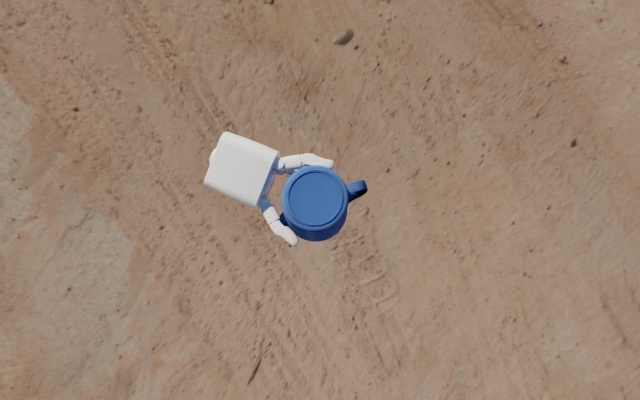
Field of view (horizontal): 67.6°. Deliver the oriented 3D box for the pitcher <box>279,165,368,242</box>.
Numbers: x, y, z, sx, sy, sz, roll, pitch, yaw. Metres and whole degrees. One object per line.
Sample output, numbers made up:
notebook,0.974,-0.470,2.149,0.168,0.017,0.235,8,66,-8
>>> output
pitcher,0.000,0.003,0.870,0.145,0.149,0.243,25,-5,1
